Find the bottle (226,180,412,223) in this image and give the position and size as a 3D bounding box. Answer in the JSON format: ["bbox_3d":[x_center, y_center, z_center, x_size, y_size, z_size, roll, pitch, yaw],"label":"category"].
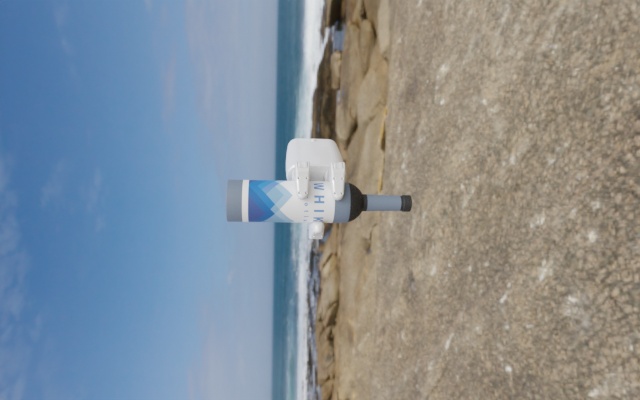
[{"bbox_3d":[0.000,0.003,0.767,0.296,0.069,0.069,1,0,-6],"label":"bottle"}]
